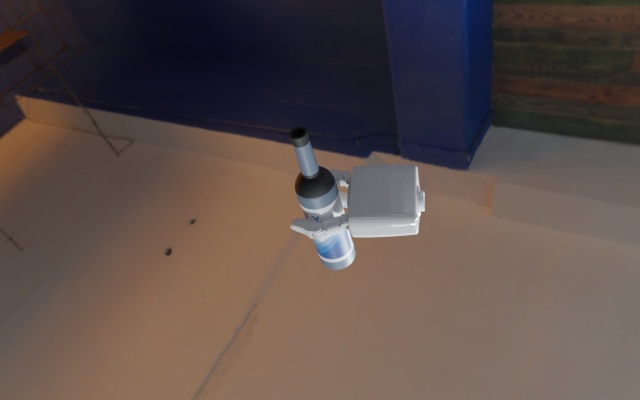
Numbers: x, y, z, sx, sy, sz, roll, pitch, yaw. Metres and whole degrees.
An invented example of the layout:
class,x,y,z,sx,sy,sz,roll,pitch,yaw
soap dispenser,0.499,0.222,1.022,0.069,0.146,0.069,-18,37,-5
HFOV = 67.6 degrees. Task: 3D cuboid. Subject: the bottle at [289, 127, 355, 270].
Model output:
class,x,y,z,sx,sy,sz,roll,pitch,yaw
bottle,0.000,0.003,0.783,0.069,0.069,0.296,0,-42,17
